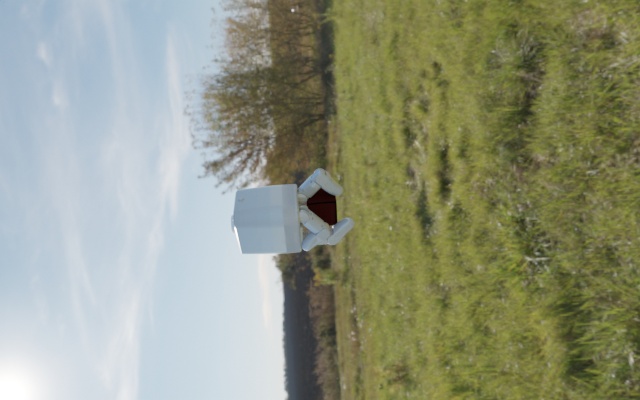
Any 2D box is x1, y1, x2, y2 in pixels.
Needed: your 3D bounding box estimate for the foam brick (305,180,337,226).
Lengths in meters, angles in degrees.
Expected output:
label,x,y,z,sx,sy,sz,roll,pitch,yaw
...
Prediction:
label,x,y,z,sx,sy,sz,roll,pitch,yaw
foam brick,0.000,0.003,0.851,0.051,0.053,0.078,-5,34,-2
